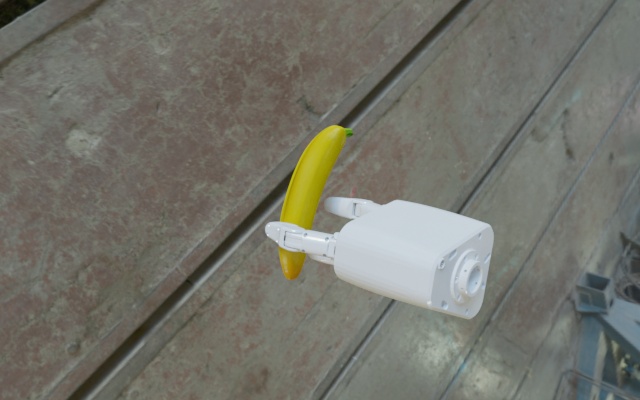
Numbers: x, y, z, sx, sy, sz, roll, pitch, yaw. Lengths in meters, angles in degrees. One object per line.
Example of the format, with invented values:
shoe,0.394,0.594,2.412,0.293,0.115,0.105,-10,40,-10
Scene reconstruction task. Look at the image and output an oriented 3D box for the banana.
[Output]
banana,-0.009,-0.009,0.538,0.037,0.197,0.070,13,-16,40
